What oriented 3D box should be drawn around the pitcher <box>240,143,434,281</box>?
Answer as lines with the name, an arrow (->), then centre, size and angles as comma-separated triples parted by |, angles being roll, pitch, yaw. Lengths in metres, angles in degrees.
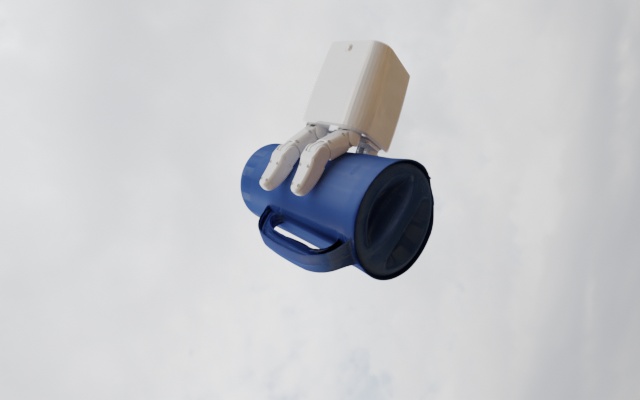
pitcher -> 0.000, 0.002, 0.582 | 0.149, 0.145, 0.243 | 20, -2, -44
